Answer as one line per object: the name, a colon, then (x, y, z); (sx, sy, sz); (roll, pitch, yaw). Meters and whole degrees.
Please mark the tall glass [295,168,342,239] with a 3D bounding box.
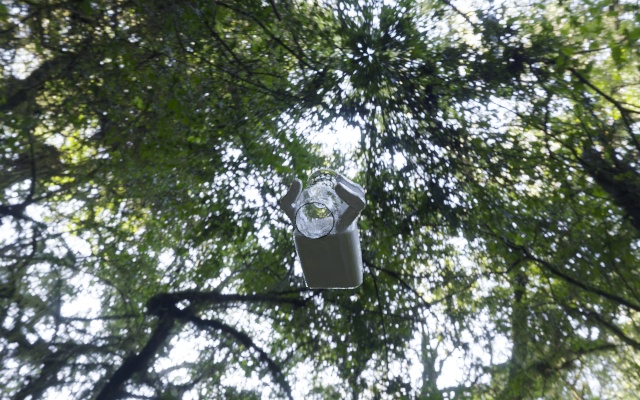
tall glass: (0.000, 0.002, 0.833); (0.079, 0.079, 0.201); (0, 17, 6)
